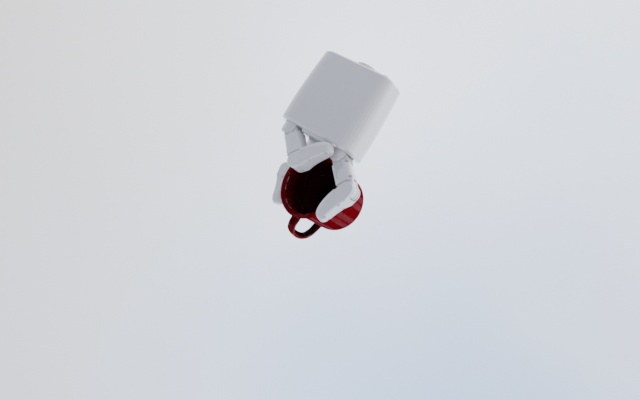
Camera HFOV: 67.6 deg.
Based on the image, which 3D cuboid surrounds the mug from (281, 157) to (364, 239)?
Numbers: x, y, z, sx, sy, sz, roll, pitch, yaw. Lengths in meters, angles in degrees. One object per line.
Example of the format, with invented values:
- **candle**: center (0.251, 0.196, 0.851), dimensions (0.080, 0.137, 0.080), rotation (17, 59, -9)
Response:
- **mug**: center (-0.001, 0.003, 0.650), dimensions (0.093, 0.117, 0.081), rotation (32, 0, 38)
